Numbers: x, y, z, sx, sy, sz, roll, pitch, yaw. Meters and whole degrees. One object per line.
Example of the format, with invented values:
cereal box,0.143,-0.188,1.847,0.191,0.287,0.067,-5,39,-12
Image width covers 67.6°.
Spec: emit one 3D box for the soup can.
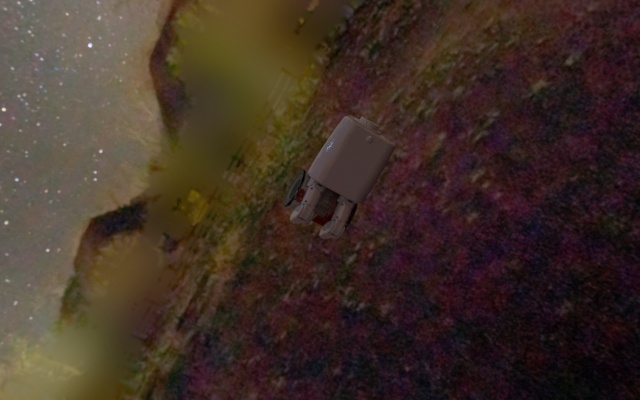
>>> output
soup can,0.000,0.003,0.775,0.102,0.068,0.068,28,-8,-15
